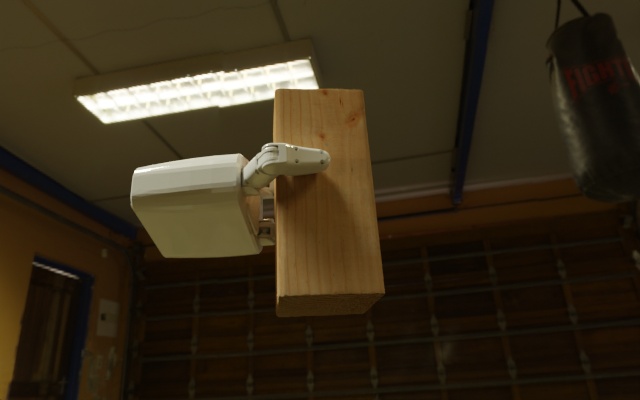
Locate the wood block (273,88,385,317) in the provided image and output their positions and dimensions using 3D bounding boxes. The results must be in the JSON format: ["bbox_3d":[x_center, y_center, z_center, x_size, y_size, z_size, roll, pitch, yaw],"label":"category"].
[{"bbox_3d":[0.000,0.001,0.469,0.090,0.206,0.091,-1,-23,-7],"label":"wood block"}]
